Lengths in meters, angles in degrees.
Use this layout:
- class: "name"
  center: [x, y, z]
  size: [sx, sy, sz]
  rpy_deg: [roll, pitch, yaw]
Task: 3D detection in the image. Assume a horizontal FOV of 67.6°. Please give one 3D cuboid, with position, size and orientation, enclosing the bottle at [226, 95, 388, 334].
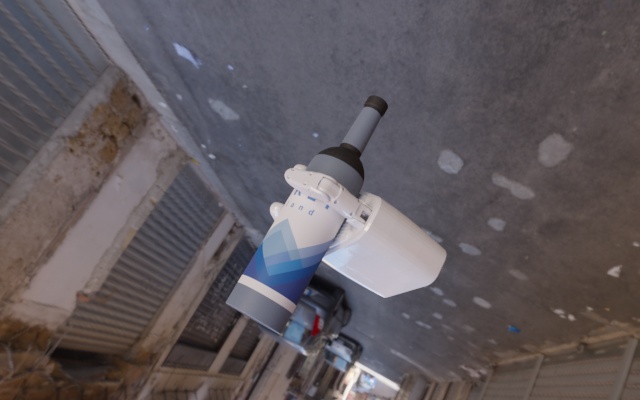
- class: "bottle"
  center: [0.000, 0.002, 0.541]
  size: [0.069, 0.295, 0.069]
  rpy_deg: [27, -17, 9]
